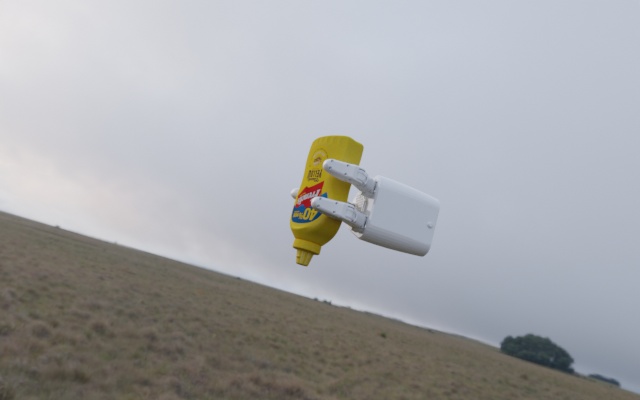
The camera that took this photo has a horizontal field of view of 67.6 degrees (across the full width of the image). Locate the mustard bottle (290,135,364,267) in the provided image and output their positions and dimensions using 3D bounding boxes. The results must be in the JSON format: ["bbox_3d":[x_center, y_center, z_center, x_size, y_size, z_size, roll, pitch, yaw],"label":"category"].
[{"bbox_3d":[0.000,0.002,0.699,0.058,0.191,0.096,25,-14,-36],"label":"mustard bottle"}]
